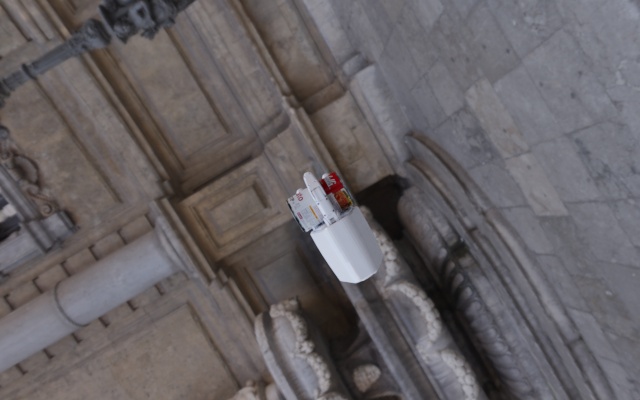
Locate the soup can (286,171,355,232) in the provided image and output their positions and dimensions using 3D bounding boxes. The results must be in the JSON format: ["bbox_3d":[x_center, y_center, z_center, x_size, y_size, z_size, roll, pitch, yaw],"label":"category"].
[{"bbox_3d":[0.000,0.002,0.832,0.102,0.068,0.068,-30,-1,1],"label":"soup can"}]
